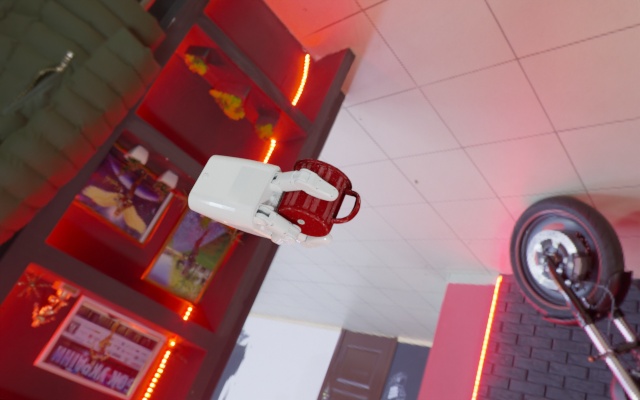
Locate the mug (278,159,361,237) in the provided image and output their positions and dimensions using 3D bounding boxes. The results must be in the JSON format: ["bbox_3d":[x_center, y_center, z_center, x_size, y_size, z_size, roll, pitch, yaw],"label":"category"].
[{"bbox_3d":[0.001,0.003,0.683,0.117,0.081,0.093,13,-27,20],"label":"mug"}]
